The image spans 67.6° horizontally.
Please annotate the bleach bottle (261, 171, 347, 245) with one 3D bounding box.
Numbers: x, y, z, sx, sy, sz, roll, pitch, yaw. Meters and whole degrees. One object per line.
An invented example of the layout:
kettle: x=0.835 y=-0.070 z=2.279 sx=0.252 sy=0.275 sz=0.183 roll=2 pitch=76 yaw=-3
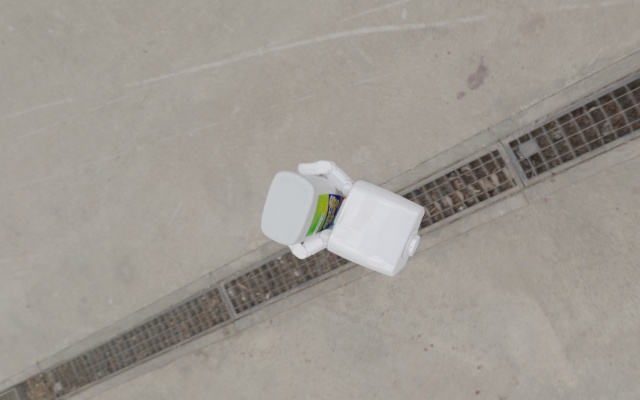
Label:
bleach bottle: x=0.000 y=0.003 z=0.754 sx=0.068 sy=0.102 sz=0.251 roll=23 pitch=13 yaw=19
